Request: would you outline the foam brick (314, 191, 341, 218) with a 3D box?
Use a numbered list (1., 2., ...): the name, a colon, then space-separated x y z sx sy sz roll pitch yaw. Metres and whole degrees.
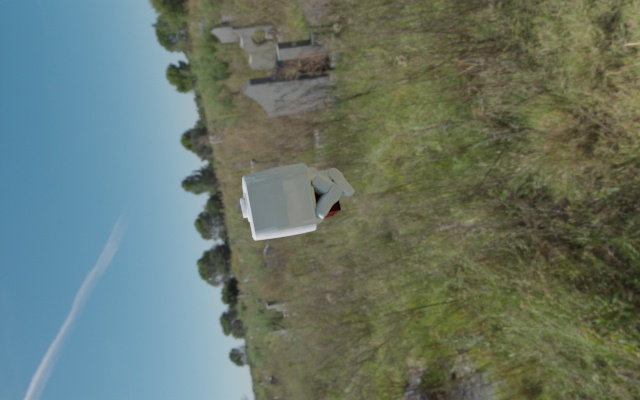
1. foam brick: 0.000 0.003 0.870 0.051 0.053 0.078 -11 -8 -11
